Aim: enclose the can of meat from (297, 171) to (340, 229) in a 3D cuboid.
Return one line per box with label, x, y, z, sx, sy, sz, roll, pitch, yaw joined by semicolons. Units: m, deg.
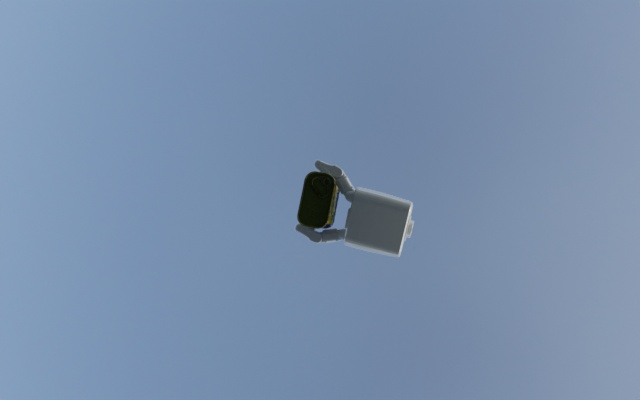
can of meat;0.000;0.003;0.895;0.057;0.102;0.084;10;-3;13
